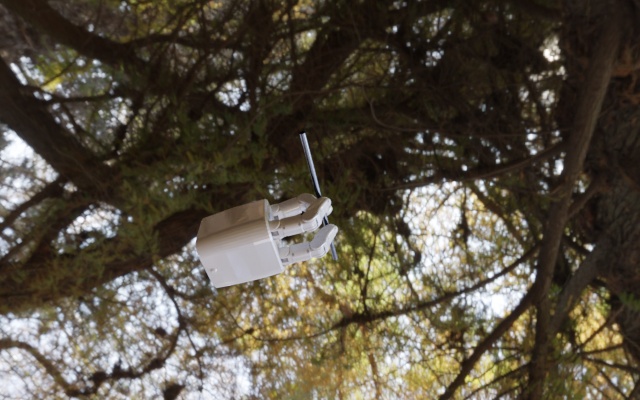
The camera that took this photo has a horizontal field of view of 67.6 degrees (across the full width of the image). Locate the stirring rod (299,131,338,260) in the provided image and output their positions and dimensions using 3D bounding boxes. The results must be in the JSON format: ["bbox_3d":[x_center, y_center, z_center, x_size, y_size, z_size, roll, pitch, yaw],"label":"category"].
[{"bbox_3d":[0.000,0.002,0.702,0.011,0.240,0.011,-9,39,7],"label":"stirring rod"}]
